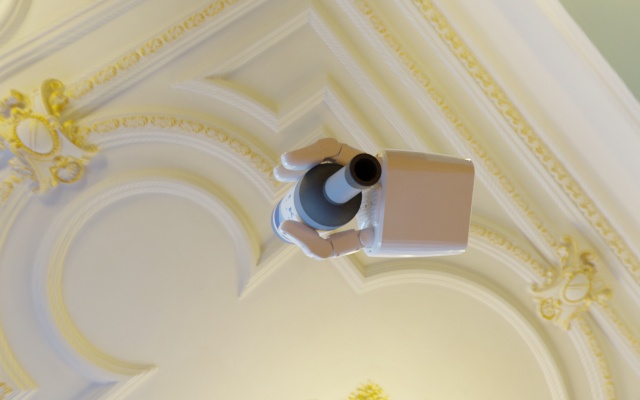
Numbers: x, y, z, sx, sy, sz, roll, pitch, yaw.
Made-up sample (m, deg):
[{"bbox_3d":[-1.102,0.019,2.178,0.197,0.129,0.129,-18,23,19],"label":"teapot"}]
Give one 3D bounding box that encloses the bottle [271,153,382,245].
[{"bbox_3d":[0.000,0.002,0.514,0.069,0.069,0.296,0,-10,-14],"label":"bottle"}]
